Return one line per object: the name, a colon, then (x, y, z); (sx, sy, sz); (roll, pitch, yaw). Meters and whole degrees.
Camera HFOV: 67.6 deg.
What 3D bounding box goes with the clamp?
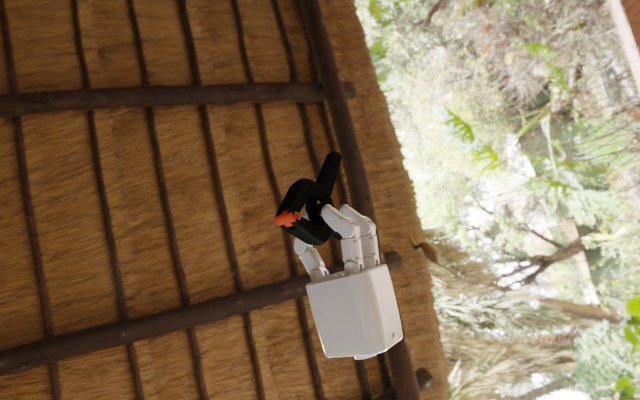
clamp: (-0.001, 0.003, 0.689); (0.036, 0.164, 0.210); (-18, -9, 28)
